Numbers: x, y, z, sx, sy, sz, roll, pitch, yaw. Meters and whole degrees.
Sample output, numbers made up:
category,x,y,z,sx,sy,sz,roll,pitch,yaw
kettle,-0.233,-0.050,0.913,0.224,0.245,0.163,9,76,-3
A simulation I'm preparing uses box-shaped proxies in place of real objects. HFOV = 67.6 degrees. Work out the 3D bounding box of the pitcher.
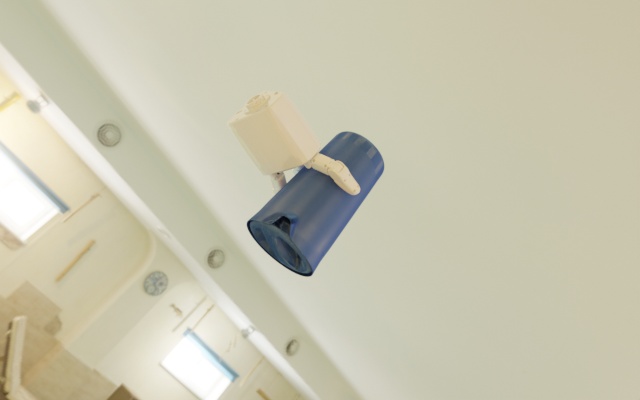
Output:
category,x,y,z,sx,sy,sz,roll,pitch,yaw
pitcher,0.000,0.003,0.810,0.149,0.145,0.242,4,47,53
